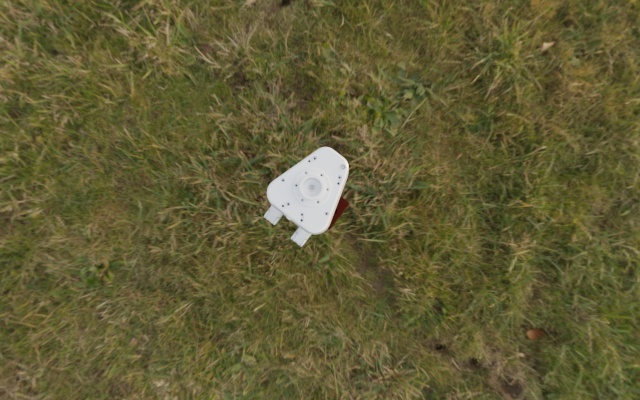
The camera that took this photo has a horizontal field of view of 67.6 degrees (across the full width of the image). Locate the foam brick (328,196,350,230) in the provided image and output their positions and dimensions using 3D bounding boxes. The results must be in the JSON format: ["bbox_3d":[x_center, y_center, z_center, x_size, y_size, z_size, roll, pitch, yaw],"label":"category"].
[{"bbox_3d":[0.000,0.003,0.750,0.078,0.053,0.051,37,-1,0],"label":"foam brick"}]
